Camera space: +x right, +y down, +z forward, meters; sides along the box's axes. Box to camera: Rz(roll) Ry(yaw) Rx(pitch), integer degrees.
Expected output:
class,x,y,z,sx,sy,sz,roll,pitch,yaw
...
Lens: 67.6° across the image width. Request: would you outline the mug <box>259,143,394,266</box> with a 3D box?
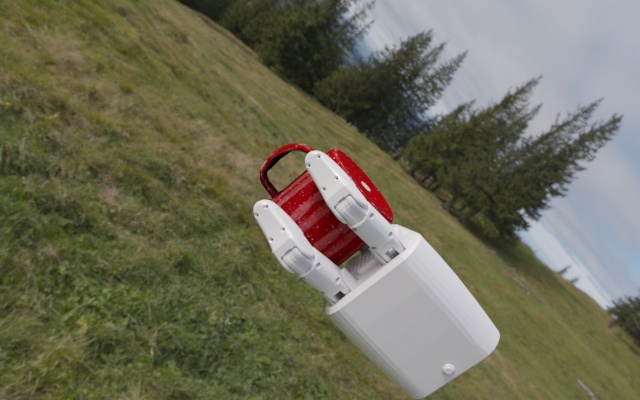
class,x,y,z,sx,sy,sz,roll,pitch,yaw
mug,-0.001,0.000,0.410,0.081,0.117,0.093,-40,8,14
